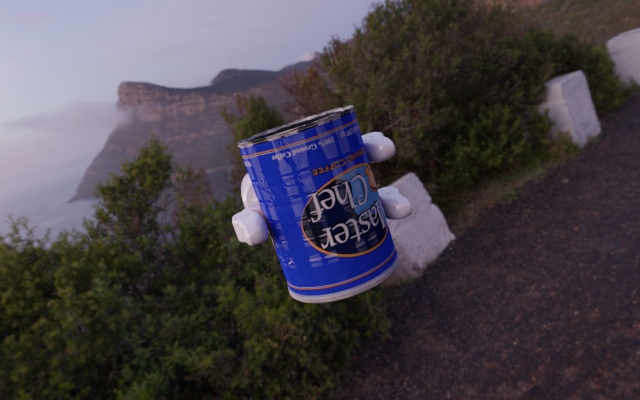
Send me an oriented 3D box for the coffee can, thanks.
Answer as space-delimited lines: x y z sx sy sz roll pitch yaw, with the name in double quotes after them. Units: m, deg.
0.000 0.002 0.412 0.103 0.140 0.102 -17 13 4 "coffee can"
